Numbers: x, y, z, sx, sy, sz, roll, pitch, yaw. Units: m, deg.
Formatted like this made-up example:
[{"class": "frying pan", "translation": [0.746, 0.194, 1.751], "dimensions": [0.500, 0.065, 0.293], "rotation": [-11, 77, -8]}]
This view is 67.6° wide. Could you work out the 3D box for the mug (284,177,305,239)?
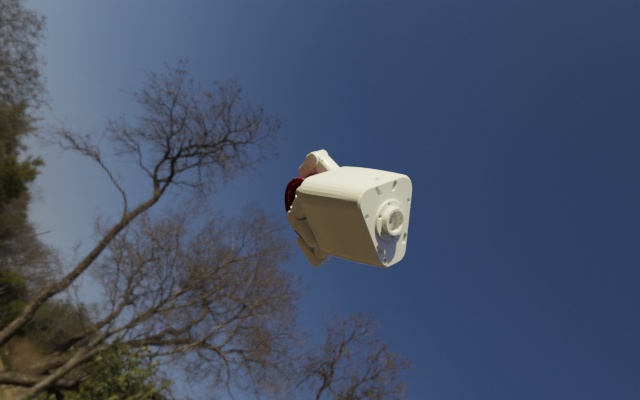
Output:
[{"class": "mug", "translation": [-0.001, 0.002, 0.697], "dimensions": [0.081, 0.093, 0.117], "rotation": [-18, 18, -36]}]
